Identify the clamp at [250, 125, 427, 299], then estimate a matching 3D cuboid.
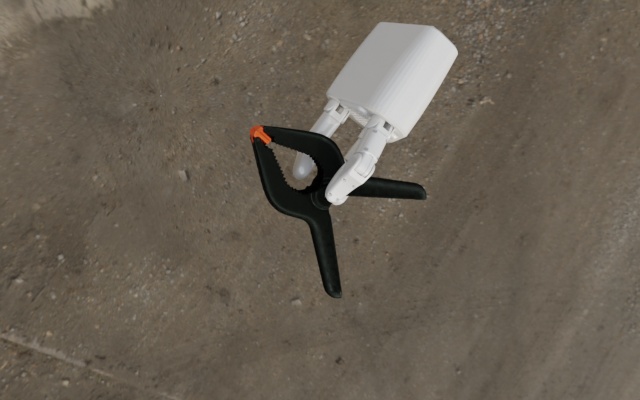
[{"bbox_3d":[0.000,0.001,0.519,0.210,0.164,0.036,35,-1,-22],"label":"clamp"}]
